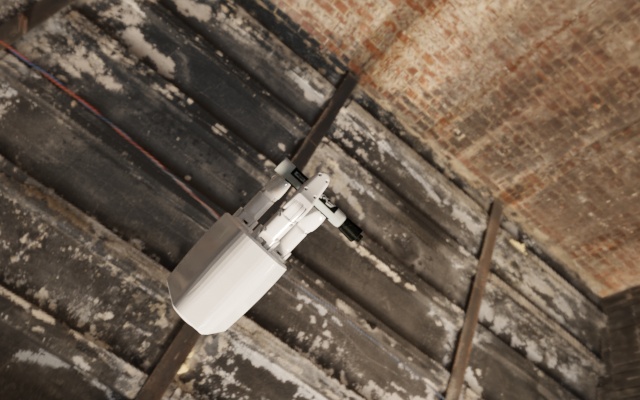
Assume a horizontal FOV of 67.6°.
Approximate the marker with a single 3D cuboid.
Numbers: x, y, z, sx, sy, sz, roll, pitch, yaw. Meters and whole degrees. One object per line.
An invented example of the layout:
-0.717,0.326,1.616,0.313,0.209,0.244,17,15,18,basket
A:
0.000,0.002,0.519,0.121,0.020,0.020,44,-5,-6,marker
